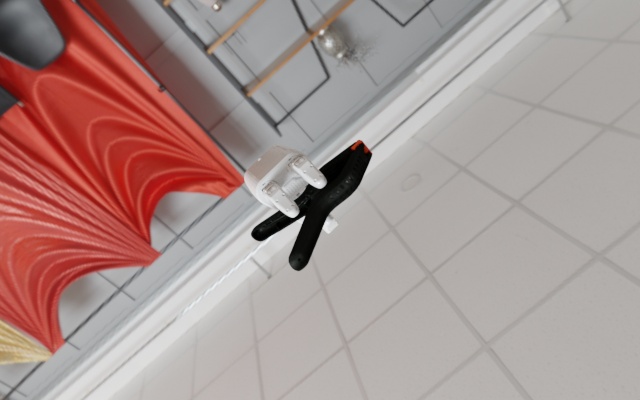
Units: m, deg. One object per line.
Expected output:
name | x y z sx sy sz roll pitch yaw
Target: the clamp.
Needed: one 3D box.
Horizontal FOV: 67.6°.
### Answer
clamp | 0.001 0.002 0.657 0.036 0.210 0.164 47 -5 -27
